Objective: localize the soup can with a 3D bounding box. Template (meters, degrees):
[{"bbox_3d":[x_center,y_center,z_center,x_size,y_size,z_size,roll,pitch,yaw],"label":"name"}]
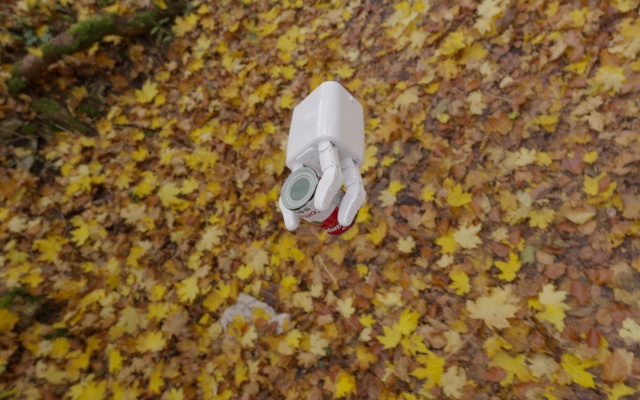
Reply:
[{"bbox_3d":[0.000,0.003,0.693,0.068,0.068,0.102,0,-23,41],"label":"soup can"}]
